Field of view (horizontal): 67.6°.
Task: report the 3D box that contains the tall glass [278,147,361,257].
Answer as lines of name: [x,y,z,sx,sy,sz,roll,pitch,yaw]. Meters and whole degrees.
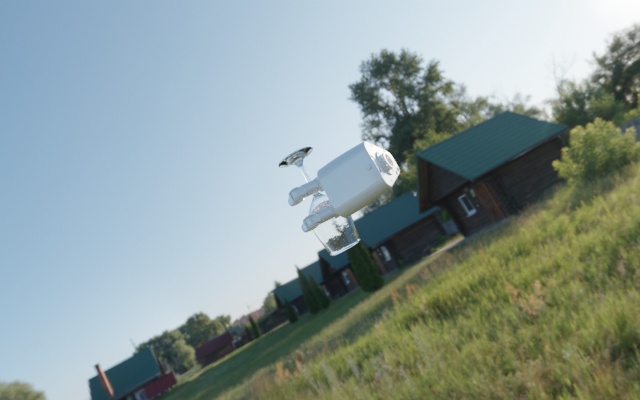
tall glass: [0.000,0.002,0.893,0.079,0.201,0.079,-28,-9,-5]
